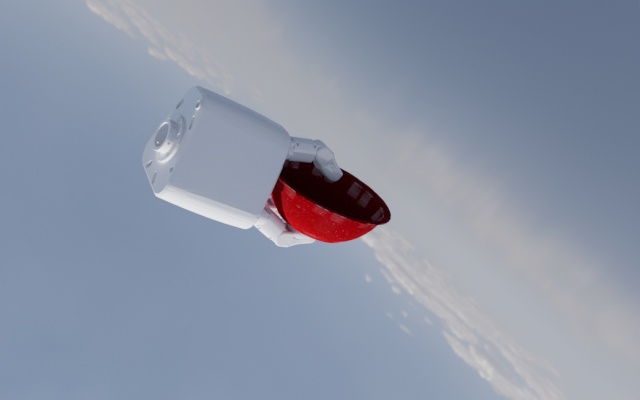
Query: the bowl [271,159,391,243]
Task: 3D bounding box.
[{"bbox_3d":[0.001,0.003,0.567,0.162,0.055,0.162,24,21,-10],"label":"bowl"}]
